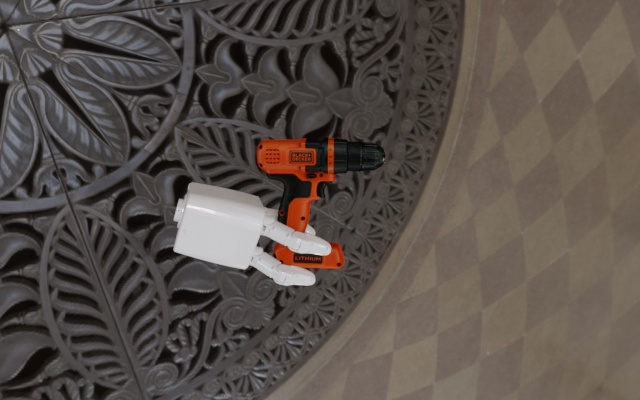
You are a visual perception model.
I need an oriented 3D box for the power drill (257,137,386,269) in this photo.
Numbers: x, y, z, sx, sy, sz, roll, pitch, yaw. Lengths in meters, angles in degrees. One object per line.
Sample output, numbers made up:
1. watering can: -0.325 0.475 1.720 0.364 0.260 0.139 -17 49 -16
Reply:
1. power drill: 0.000 0.003 0.696 0.184 0.188 0.057 2 8 4
